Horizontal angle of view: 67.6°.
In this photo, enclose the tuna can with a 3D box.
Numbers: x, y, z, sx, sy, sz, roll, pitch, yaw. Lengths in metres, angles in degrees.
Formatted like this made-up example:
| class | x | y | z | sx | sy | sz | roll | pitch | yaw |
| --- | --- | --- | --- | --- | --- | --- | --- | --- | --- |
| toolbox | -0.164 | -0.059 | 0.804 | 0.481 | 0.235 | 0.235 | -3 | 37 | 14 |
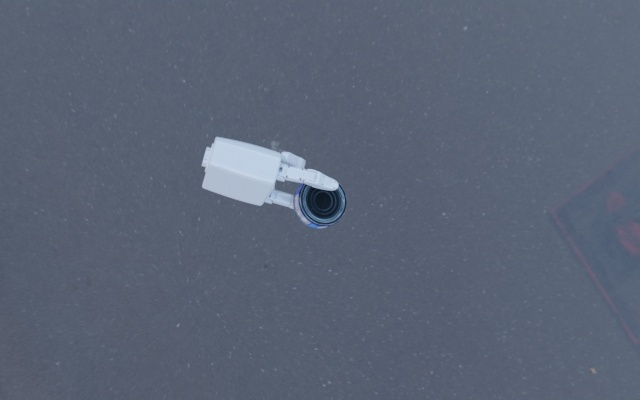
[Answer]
| class | x | y | z | sx | sy | sz | roll | pitch | yaw |
| --- | --- | --- | --- | --- | --- | --- | --- | --- | --- |
| tuna can | 0.000 | 0.002 | 0.789 | 0.086 | 0.086 | 0.034 | 0 | -10 | -21 |
